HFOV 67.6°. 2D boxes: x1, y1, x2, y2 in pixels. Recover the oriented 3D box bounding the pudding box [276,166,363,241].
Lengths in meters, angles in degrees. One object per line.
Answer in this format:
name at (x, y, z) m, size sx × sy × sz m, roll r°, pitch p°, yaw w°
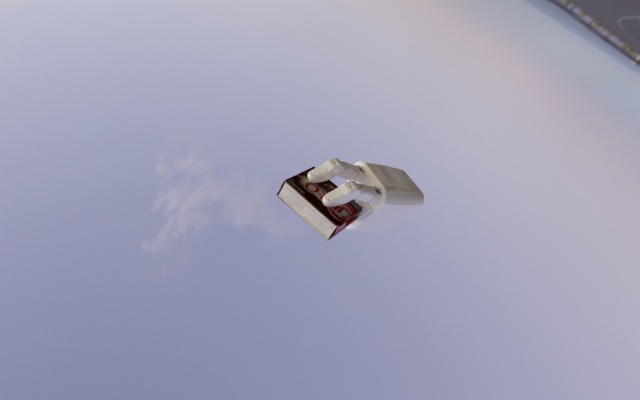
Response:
pudding box at (0.000, 0.003, 0.755) m, size 0.113 × 0.039 × 0.090 m, roll 39°, pitch 31°, yaw 13°
